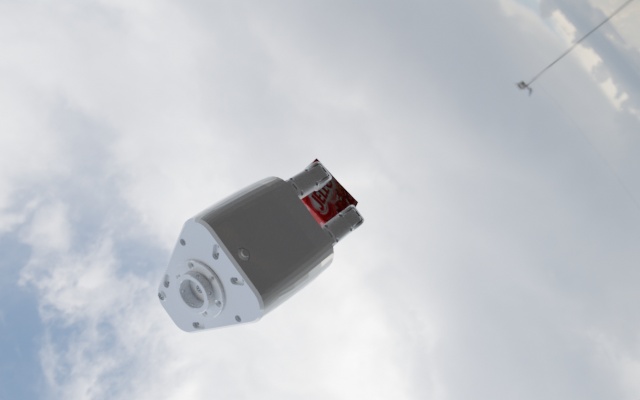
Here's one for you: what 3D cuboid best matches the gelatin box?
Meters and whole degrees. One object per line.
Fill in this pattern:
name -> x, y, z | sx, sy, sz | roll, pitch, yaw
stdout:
gelatin box -> 0.000, 0.002, 0.527 | 0.030, 0.073, 0.089 | -40, 9, 30
